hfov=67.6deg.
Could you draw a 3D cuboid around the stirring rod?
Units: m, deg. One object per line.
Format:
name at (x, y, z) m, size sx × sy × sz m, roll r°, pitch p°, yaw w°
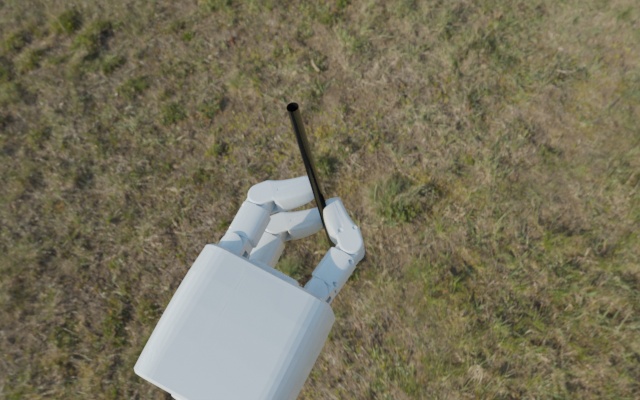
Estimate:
stirring rod at (0.000, 0.001, 0.407) m, size 0.011 × 0.011 × 0.240 m, roll 0°, pitch -30°, yaw 10°
